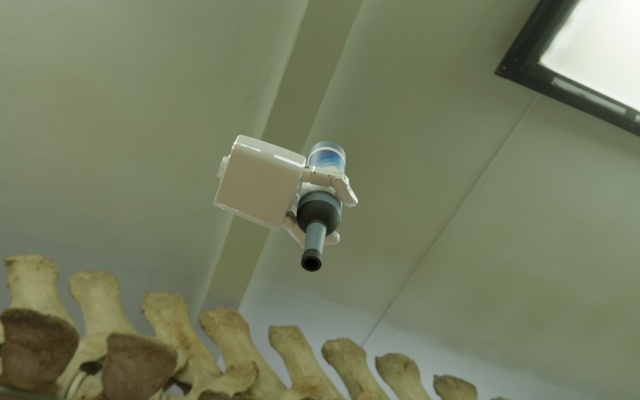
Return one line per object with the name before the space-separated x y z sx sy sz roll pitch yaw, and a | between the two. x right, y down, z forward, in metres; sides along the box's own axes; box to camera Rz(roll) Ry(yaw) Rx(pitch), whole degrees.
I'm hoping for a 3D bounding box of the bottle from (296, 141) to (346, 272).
bottle | 0.000 0.002 0.740 0.069 0.069 0.295 0 33 6
